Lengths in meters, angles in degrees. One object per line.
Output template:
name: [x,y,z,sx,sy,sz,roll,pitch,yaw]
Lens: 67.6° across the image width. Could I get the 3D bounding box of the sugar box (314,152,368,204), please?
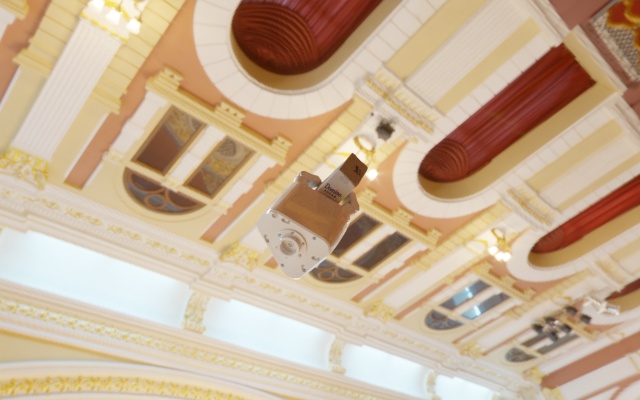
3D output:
sugar box: [0.000,0.003,0.801,0.176,0.048,0.093,-42,5,28]
